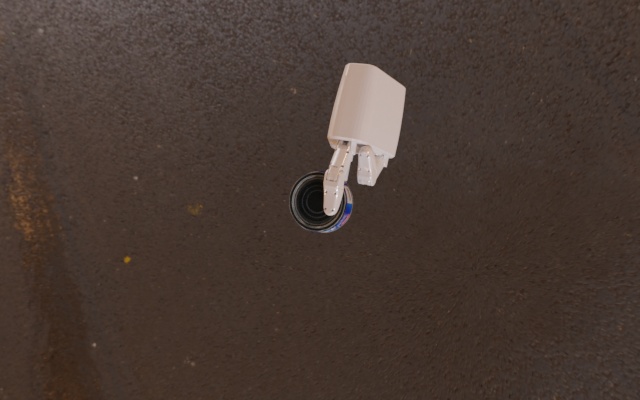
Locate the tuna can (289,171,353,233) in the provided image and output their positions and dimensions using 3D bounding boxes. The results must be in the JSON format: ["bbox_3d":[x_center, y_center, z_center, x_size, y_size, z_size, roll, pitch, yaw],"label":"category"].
[{"bbox_3d":[0.000,0.002,0.664,0.086,0.086,0.034,0,-3,19],"label":"tuna can"}]
